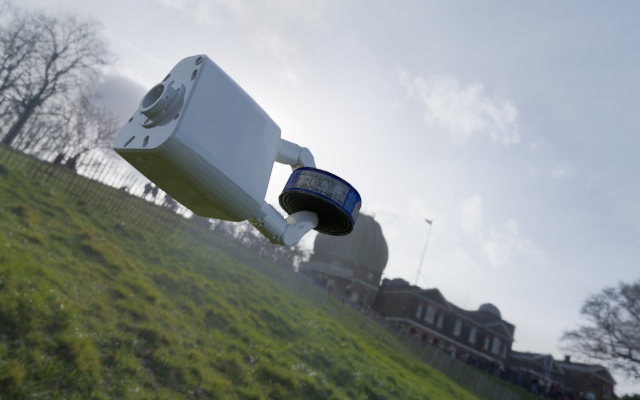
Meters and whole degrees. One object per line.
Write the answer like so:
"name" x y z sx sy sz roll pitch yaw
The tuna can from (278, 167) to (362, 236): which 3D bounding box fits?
"tuna can" 0.000 0.001 0.508 0.086 0.033 0.086 20 -25 10
